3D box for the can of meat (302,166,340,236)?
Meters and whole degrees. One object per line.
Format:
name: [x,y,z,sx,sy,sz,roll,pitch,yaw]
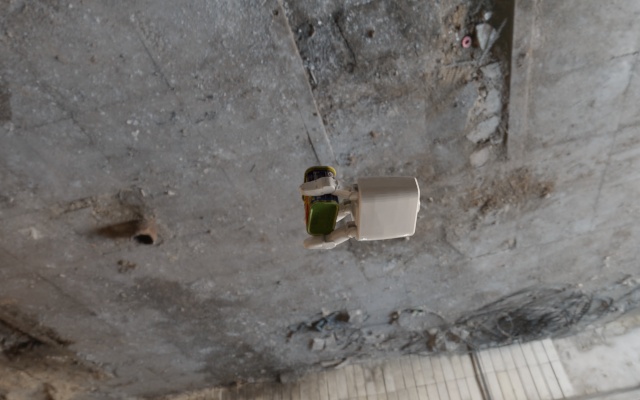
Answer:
can of meat: [0.000,0.003,0.863,0.057,0.083,0.102,-1,-40,-8]
